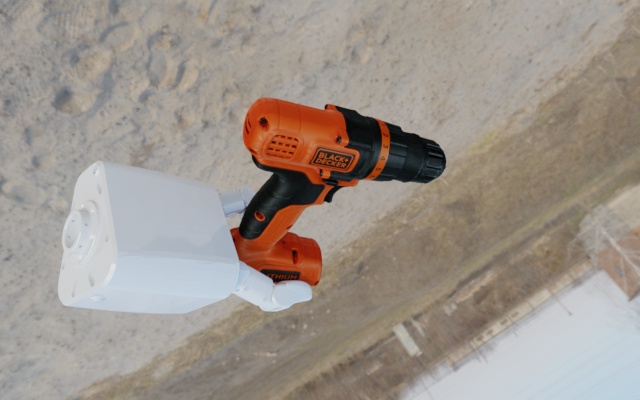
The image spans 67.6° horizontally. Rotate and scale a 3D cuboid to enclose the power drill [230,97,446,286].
[{"bbox_3d":[0.000,0.002,0.433,0.184,0.188,0.057,10,40,-25],"label":"power drill"}]
